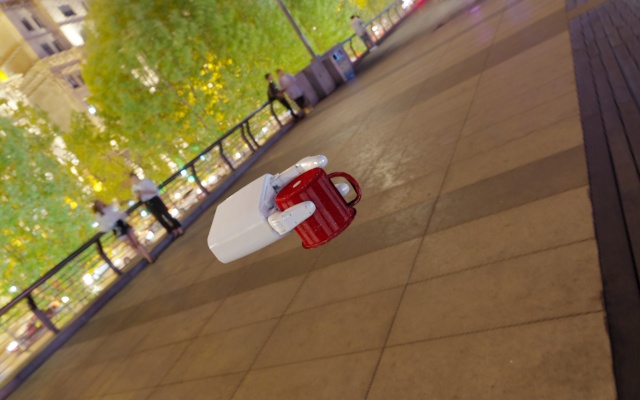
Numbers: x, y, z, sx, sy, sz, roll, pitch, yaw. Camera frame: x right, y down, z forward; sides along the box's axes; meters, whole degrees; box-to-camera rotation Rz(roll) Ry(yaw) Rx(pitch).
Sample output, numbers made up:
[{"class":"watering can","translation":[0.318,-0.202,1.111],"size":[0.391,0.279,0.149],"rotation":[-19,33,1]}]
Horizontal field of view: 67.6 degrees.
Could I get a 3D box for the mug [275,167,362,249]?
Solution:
[{"class":"mug","translation":[0.001,0.001,0.663],"size":[0.117,0.081,0.093],"rotation":[-29,17,20]}]
